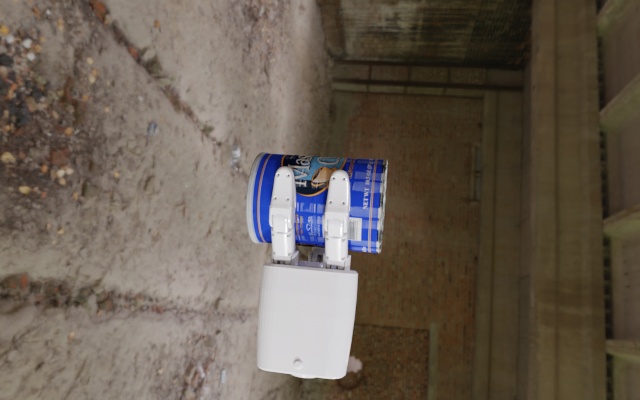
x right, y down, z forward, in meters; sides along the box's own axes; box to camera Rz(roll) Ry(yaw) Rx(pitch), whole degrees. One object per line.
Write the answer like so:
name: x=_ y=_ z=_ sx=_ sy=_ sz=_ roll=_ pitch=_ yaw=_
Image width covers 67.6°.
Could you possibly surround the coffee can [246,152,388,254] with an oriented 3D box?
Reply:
coffee can: x=0.000 y=0.002 z=0.528 sx=0.140 sy=0.103 sz=0.103 roll=4 pitch=1 yaw=9
